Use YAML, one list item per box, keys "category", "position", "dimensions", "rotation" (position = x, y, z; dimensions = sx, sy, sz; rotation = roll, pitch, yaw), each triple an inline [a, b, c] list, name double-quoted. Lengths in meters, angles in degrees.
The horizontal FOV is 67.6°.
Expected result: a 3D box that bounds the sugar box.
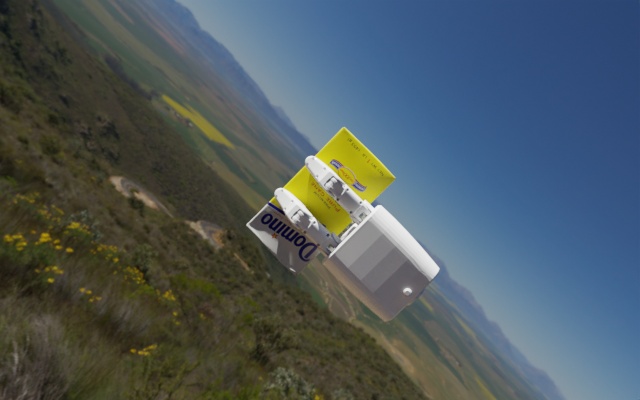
- category: "sugar box"
  position: [0.000, 0.002, 0.606]
  dimensions: [0.093, 0.176, 0.048]
  rotation: [45, 4, 3]
